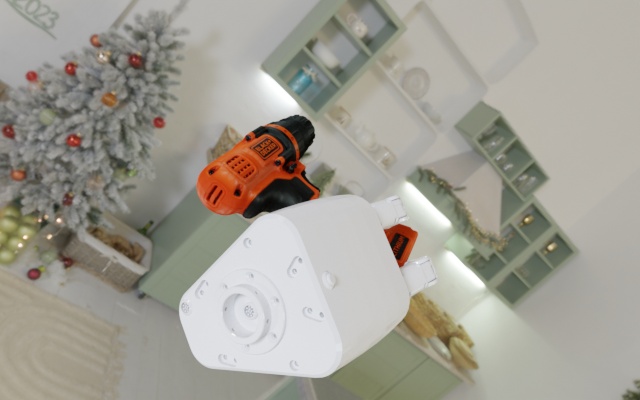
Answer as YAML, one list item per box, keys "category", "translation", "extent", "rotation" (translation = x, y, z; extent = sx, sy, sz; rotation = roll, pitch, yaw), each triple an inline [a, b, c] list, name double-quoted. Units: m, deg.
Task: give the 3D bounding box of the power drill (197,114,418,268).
- category: "power drill"
  translation: [0.000, 0.002, 0.451]
  extent: [0.187, 0.057, 0.184]
  rotation: [39, 35, 2]
